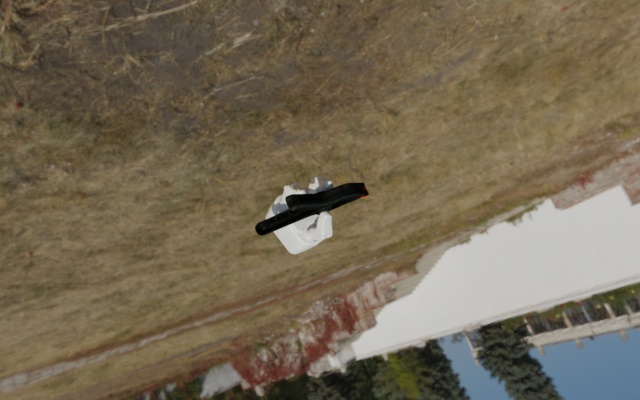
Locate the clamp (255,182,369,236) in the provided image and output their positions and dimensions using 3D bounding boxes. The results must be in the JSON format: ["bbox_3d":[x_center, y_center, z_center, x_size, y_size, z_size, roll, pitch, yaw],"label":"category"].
[{"bbox_3d":[0.001,0.003,0.823,0.210,0.036,0.164,-18,-9,-24],"label":"clamp"}]
